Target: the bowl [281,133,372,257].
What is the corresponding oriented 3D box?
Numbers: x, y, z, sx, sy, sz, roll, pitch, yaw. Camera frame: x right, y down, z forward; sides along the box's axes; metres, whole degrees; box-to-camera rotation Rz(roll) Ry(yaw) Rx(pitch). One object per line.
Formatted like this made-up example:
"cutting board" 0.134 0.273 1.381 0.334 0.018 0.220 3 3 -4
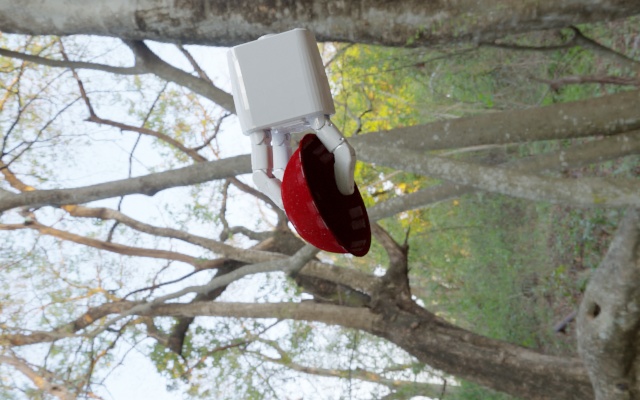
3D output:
"bowl" 0.000 0.003 0.582 0.055 0.162 0.162 -26 -10 22
